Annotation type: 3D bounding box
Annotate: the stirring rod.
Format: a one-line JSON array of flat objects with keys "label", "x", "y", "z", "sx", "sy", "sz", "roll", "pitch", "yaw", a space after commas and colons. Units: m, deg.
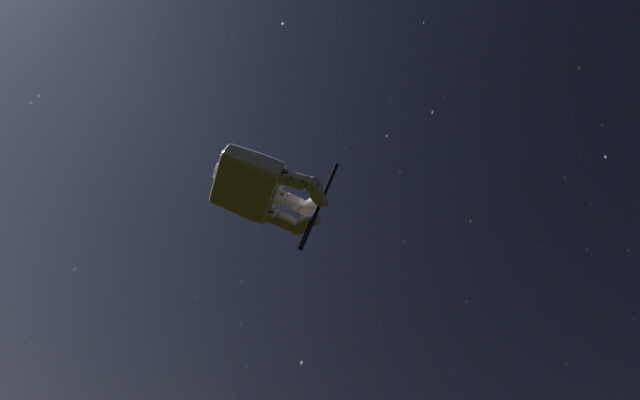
[{"label": "stirring rod", "x": 0.000, "y": 0.003, "z": 0.838, "sx": 0.011, "sy": 0.011, "sz": 0.239, "roll": 0, "pitch": 37, "yaw": 19}]
